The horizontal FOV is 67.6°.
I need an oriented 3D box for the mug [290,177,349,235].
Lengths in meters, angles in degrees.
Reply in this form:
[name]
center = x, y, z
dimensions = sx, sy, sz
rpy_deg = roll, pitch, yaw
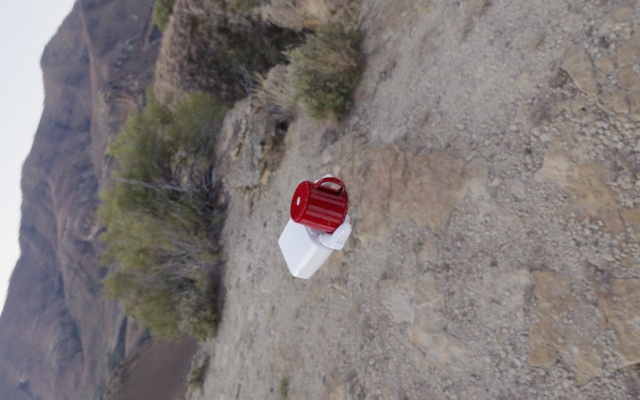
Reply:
[mug]
center = 0.001, 0.002, 0.888
dimensions = 0.081, 0.093, 0.117
rpy_deg = 16, -51, -23
